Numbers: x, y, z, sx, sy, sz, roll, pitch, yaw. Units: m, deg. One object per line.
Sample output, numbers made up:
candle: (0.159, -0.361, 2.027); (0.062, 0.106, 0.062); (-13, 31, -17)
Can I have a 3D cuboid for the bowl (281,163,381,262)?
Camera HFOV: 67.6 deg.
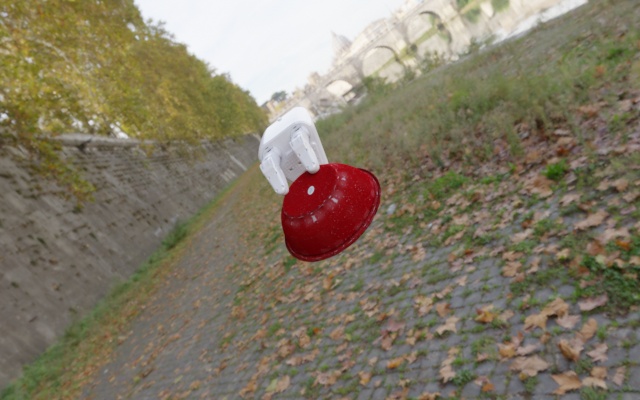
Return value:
bowl: (0.000, 0.002, 0.655); (0.162, 0.162, 0.055); (0, -36, 44)
